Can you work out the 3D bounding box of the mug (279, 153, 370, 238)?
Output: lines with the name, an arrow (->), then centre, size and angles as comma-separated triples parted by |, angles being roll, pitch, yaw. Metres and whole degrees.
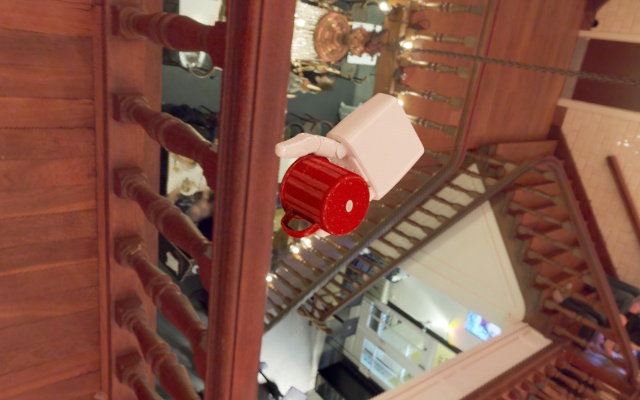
mug -> -0.001, 0.003, 0.603 | 0.117, 0.093, 0.081 | -43, 42, -19
